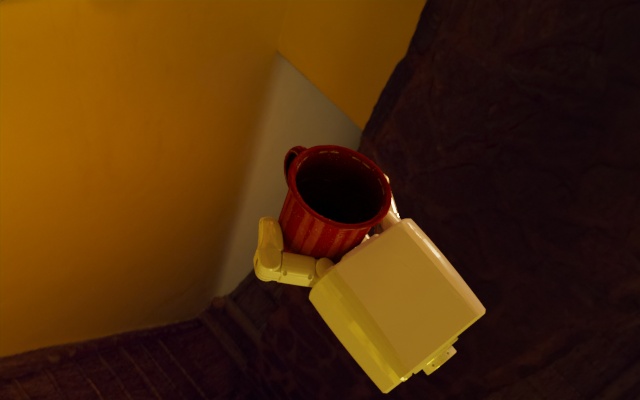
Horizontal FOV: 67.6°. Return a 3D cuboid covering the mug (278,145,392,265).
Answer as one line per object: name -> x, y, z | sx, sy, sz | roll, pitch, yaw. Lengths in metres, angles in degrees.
mug -> -0.001, 0.001, 0.443 | 0.093, 0.117, 0.081 | -24, -26, -33
